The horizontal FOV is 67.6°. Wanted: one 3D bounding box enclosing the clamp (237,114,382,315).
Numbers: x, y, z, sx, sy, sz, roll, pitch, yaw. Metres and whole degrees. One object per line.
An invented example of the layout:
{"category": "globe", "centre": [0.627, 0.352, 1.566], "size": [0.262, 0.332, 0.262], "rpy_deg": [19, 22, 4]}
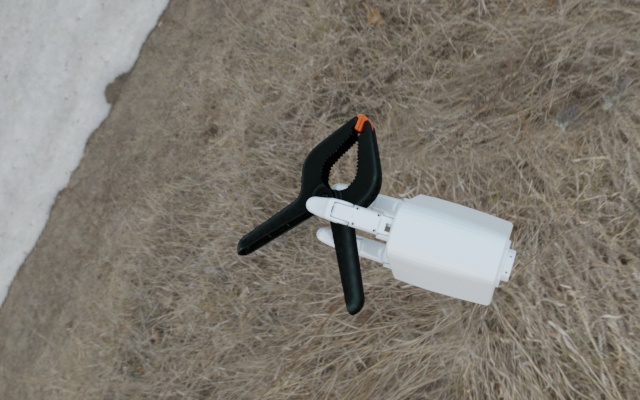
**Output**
{"category": "clamp", "centre": [0.000, 0.001, 0.536], "size": [0.164, 0.210, 0.036], "rpy_deg": [16, -4, 22]}
